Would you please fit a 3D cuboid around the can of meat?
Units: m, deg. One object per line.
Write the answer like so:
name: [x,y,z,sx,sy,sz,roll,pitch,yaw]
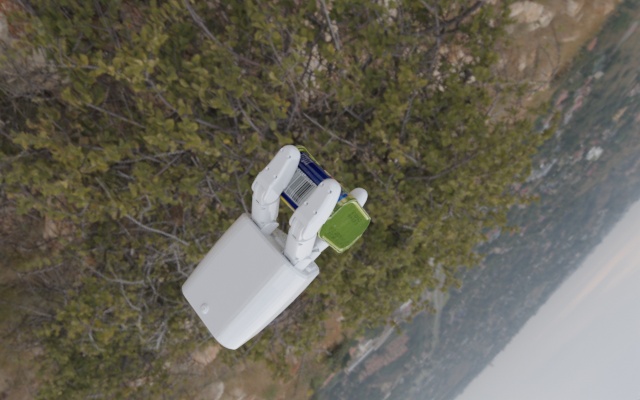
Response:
can of meat: [0.000,0.002,0.497,0.084,0.057,0.102,45,0,26]
